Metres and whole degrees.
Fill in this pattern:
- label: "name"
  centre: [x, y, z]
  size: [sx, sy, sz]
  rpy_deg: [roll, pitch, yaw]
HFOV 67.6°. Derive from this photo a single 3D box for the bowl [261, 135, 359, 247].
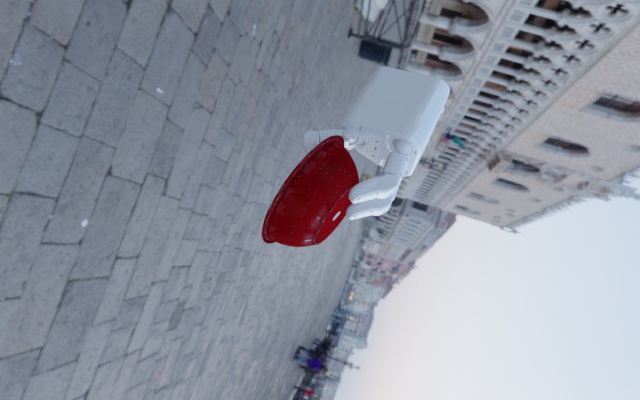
- label: "bowl"
  centre: [0.000, 0.003, 0.587]
  size: [0.055, 0.162, 0.162]
  rpy_deg: [36, 10, 14]
